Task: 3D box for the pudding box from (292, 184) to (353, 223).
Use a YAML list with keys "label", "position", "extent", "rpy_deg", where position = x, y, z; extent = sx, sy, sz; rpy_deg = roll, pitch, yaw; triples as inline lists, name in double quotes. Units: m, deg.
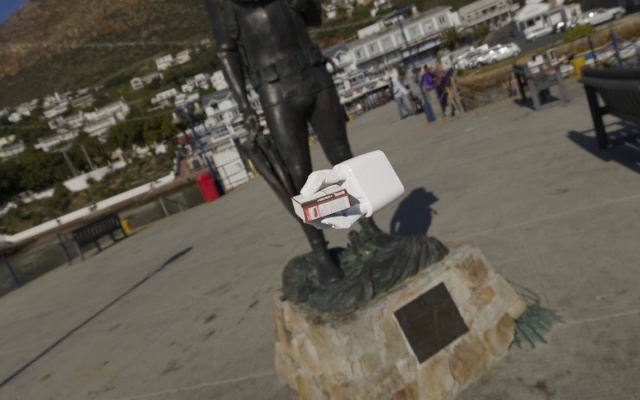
- label: "pudding box"
  position: [0.000, 0.003, 0.875]
  extent: [0.090, 0.039, 0.113]
  rpy_deg: [-19, 8, -8]
